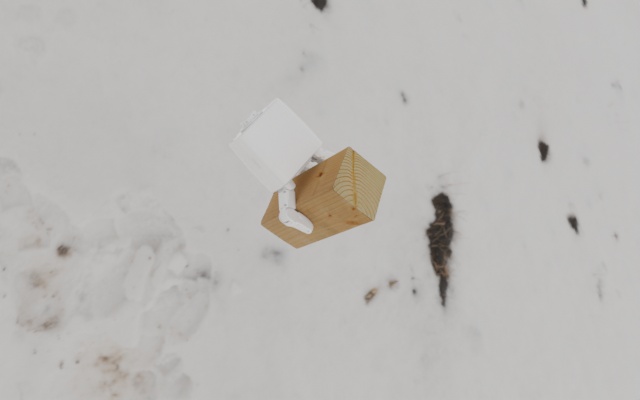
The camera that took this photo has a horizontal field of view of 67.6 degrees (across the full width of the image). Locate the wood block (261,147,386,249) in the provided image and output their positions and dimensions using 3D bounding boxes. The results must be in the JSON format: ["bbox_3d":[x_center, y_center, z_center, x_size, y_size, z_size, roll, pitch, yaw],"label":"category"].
[{"bbox_3d":[0.000,0.003,0.808,0.090,0.090,0.206,37,-36,-23],"label":"wood block"}]
